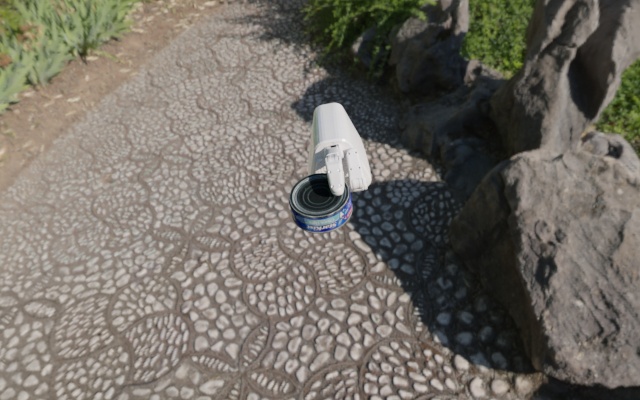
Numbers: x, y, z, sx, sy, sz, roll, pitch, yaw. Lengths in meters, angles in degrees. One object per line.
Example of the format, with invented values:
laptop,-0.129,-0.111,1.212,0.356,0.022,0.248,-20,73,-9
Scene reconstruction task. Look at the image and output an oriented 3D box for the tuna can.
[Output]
tuna can,0.000,0.002,0.655,0.086,0.086,0.034,0,-42,10
